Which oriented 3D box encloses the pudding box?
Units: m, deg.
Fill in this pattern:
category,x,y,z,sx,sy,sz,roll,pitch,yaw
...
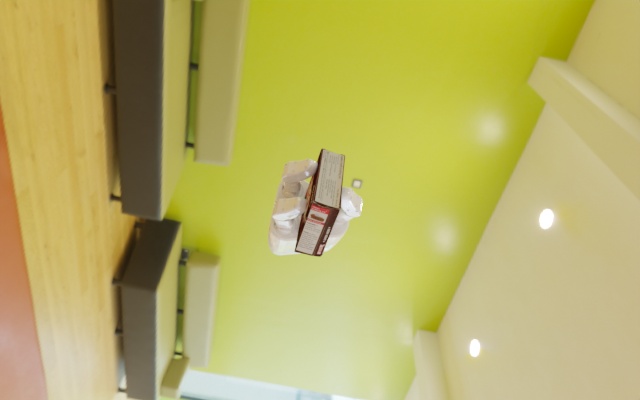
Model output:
category,x,y,z,sx,sy,sz,roll,pitch,yaw
pudding box,0.000,0.002,0.612,0.039,0.090,0.113,13,40,-7
